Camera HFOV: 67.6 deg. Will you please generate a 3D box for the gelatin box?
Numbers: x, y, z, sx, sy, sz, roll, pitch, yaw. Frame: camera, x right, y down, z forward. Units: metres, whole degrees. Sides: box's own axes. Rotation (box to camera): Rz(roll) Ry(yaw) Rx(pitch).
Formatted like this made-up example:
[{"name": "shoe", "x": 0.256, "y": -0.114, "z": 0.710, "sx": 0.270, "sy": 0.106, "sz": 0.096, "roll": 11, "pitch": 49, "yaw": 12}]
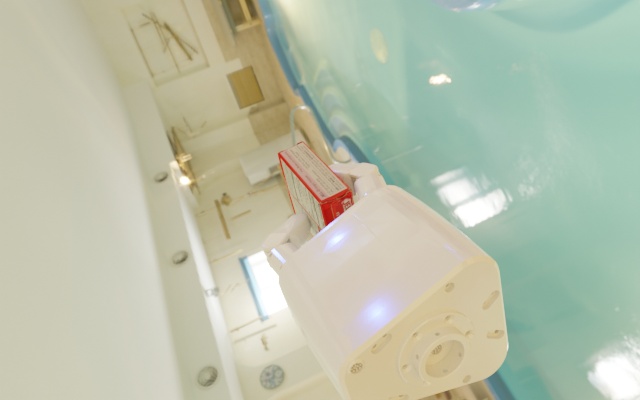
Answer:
[{"name": "gelatin box", "x": 0.000, "y": 0.001, "z": 0.413, "sx": 0.030, "sy": 0.073, "sz": 0.089, "roll": -27, "pitch": 42, "yaw": -15}]
